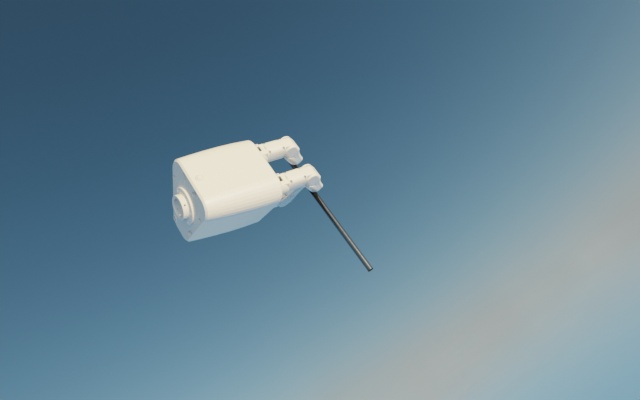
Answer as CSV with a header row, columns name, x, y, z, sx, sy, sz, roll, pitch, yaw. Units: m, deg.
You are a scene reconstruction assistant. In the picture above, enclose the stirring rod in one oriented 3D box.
name,x,y,z,sx,sy,sz,roll,pitch,yaw
stirring rod,0.000,0.002,0.673,0.011,0.239,0.011,-30,-24,-15
